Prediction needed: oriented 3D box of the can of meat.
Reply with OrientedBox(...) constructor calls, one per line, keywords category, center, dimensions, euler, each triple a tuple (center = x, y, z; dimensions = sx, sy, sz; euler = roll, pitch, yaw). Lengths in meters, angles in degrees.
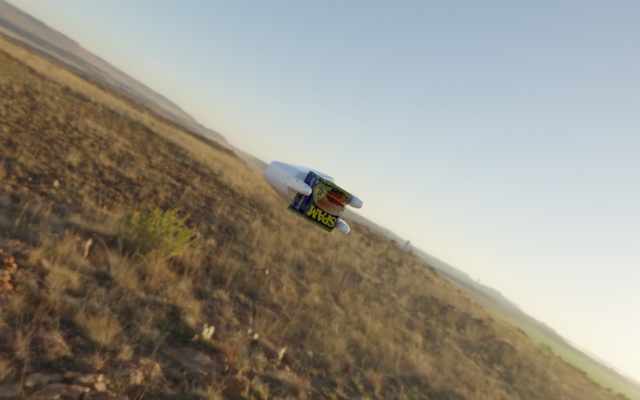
OrientedBox(category="can of meat", center=(0.000, 0.003, 0.897), dimensions=(0.102, 0.084, 0.057), euler=(29, 0, -36))
